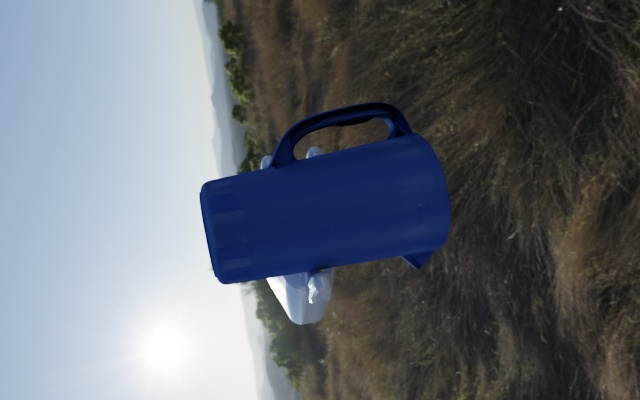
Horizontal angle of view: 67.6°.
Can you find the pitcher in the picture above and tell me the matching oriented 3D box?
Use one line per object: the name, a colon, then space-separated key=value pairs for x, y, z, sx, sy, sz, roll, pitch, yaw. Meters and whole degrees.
pitcher: x=0.000 y=0.002 z=0.507 sx=0.243 sy=0.149 sz=0.145 roll=-11 pitch=-37 yaw=-11
